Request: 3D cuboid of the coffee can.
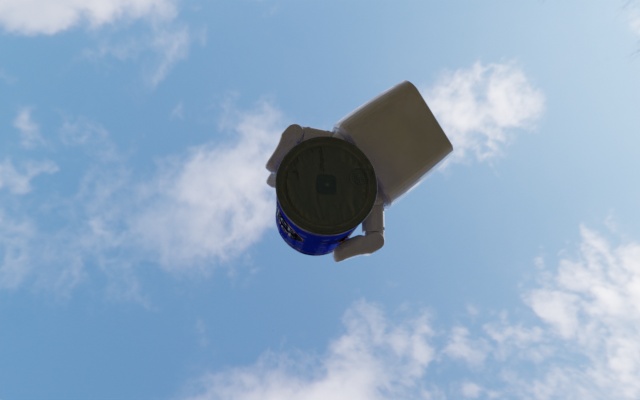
[{"bbox_3d":[0.000,0.002,0.539,0.103,0.102,0.140,0,-15,-6],"label":"coffee can"}]
